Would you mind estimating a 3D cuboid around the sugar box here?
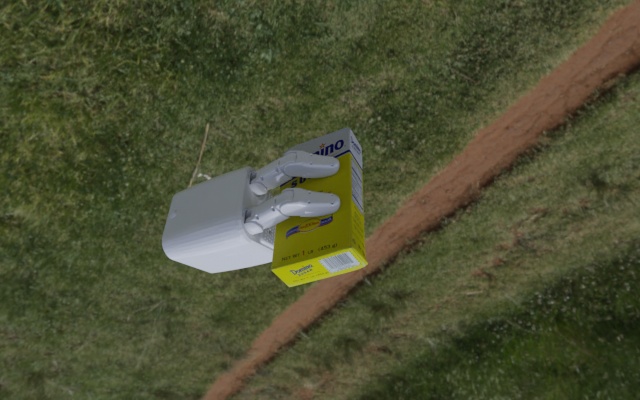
[{"bbox_3d":[0.000,0.002,0.533,0.093,0.176,0.048,-18,-42,20],"label":"sugar box"}]
